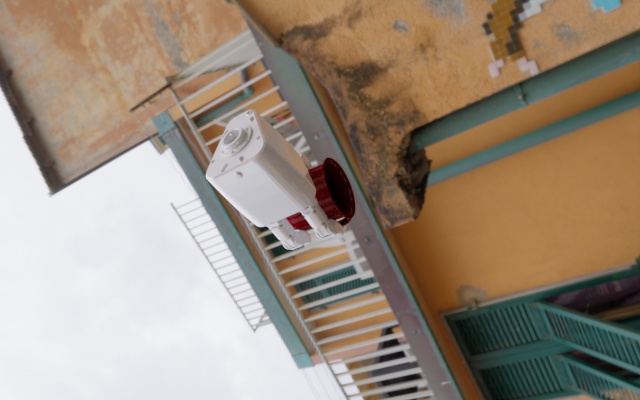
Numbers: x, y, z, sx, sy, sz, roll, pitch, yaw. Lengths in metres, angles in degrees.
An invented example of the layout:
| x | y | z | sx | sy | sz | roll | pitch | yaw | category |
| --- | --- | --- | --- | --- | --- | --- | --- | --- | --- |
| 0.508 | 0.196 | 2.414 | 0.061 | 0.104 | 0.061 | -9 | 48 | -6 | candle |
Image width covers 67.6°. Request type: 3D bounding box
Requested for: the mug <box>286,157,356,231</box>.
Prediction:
| x | y | z | sx | sy | sz | roll | pitch | yaw | category |
| --- | --- | --- | --- | --- | --- | --- | --- | --- | --- |
| 0.001 | 0.003 | 0.703 | 0.081 | 0.093 | 0.117 | -22 | -47 | 24 | mug |
